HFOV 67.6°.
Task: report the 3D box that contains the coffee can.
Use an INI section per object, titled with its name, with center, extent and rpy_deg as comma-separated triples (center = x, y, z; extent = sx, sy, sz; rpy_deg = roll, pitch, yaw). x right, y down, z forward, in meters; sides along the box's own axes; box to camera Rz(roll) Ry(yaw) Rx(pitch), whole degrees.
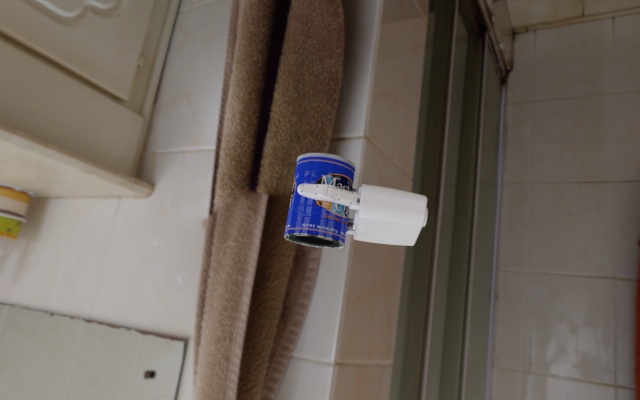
[coffee can]
center = 0.000, 0.002, 0.808
extent = 0.103, 0.140, 0.103
rpy_deg = 8, -14, 2
